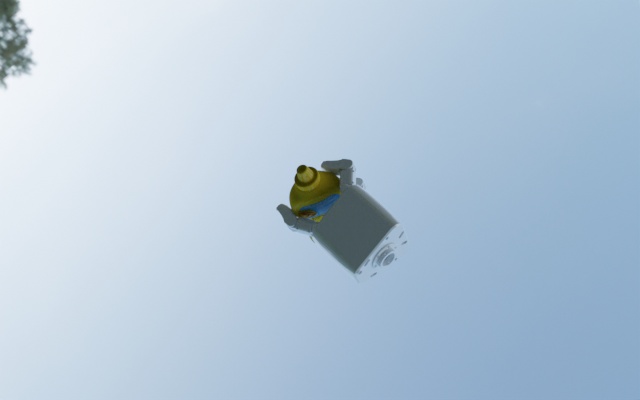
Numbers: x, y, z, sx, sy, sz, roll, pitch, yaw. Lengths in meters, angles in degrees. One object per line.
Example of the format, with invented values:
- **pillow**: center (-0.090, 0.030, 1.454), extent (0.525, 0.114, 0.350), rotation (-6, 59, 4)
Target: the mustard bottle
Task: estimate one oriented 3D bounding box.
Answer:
- **mustard bottle**: center (0.000, 0.003, 0.807), extent (0.096, 0.058, 0.192), rotation (-22, -37, 6)
